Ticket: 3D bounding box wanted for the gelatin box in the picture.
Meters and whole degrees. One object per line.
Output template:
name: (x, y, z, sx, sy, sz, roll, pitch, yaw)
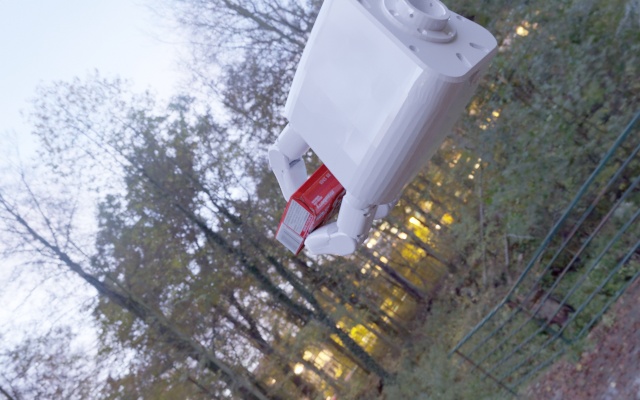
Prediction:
gelatin box: (0.000, 0.001, 0.422, 0.073, 0.030, 0.089, -45, -9, -30)
